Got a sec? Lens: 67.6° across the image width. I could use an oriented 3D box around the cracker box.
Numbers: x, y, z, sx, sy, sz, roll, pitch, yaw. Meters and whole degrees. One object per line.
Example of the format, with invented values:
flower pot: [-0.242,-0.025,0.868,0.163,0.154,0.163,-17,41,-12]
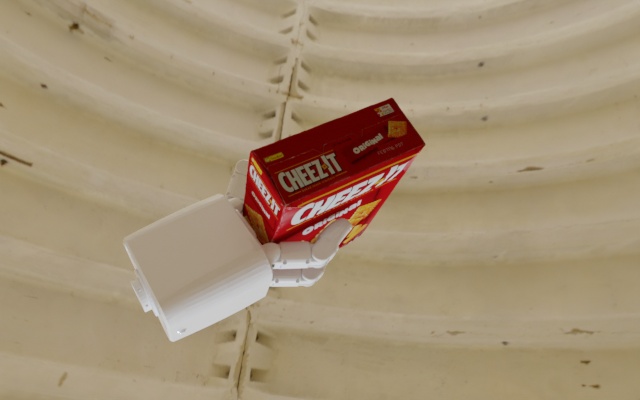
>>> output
cracker box: [0.000,0.002,0.527,0.164,0.072,0.214,-25,-19,-24]
